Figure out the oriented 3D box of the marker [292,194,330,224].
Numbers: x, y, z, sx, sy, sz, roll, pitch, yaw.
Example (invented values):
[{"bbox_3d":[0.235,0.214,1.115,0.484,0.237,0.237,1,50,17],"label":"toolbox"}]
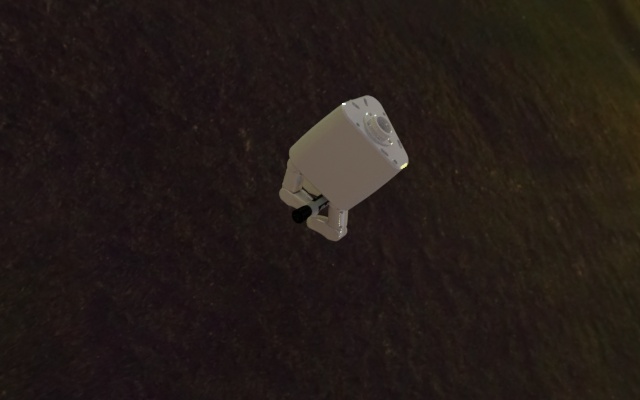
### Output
[{"bbox_3d":[0.000,0.002,0.638,0.020,0.020,0.121,0,19,34],"label":"marker"}]
